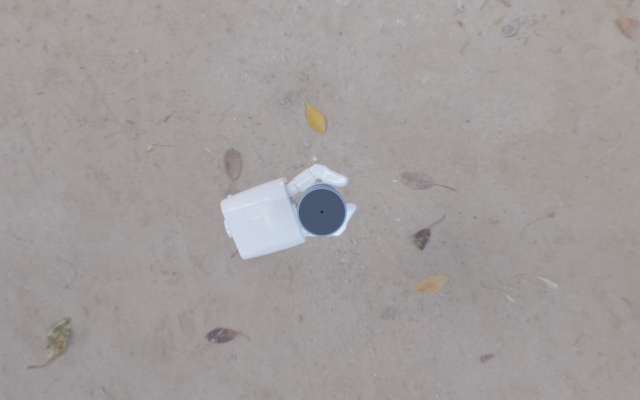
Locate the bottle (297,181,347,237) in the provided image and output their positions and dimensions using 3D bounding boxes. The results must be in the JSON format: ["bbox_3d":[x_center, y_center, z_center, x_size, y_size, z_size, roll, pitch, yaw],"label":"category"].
[{"bbox_3d":[0.000,0.003,0.776,0.069,0.069,0.295,0,5,-1],"label":"bottle"}]
